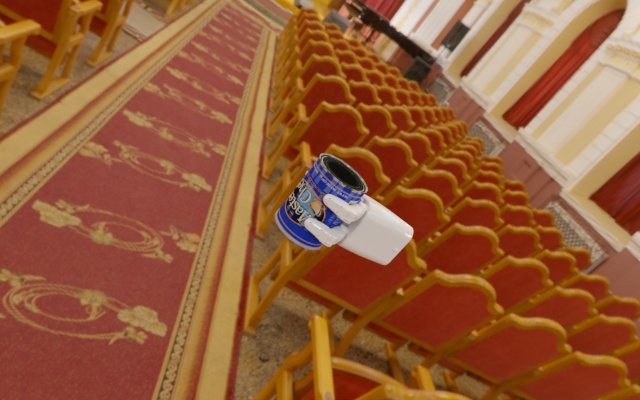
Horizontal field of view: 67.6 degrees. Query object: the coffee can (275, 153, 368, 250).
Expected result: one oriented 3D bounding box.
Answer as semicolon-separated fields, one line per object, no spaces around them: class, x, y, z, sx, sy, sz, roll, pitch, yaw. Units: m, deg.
coffee can;0.000;0.003;0.840;0.103;0.140;0.102;32;23;-16
